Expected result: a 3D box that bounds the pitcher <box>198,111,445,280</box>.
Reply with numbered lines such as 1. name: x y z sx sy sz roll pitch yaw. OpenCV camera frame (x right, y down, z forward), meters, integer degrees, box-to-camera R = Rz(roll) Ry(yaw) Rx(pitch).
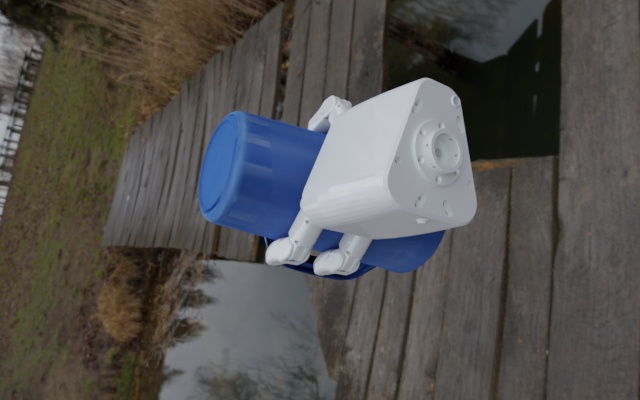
1. pitcher: 0.000 0.002 0.503 0.243 0.149 0.145 15 -13 -30
